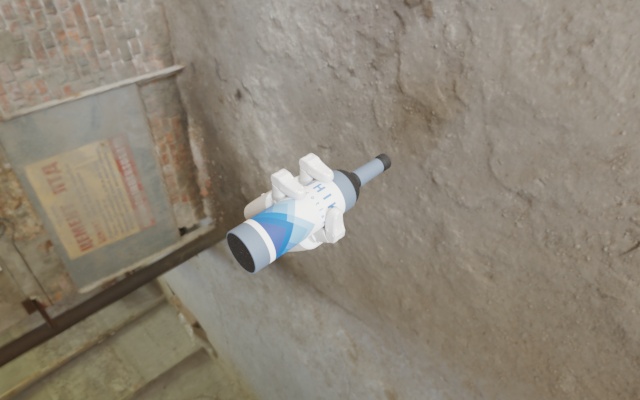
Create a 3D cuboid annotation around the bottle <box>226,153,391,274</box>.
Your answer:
[{"bbox_3d":[0.000,0.002,0.714,0.295,0.069,0.069,-32,18,-31],"label":"bottle"}]
